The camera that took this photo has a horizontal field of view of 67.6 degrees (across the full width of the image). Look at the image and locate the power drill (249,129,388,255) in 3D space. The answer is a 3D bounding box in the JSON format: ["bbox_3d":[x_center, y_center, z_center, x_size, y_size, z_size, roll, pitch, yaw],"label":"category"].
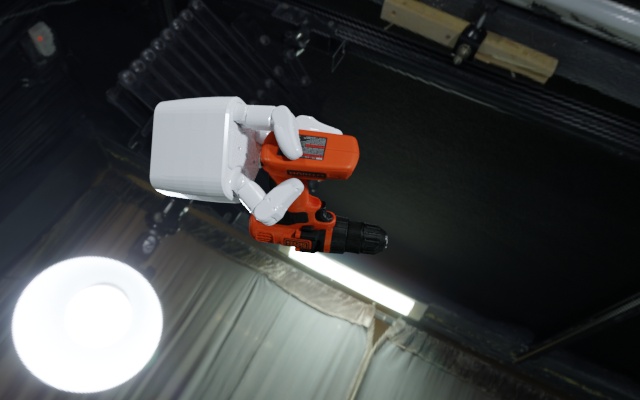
[{"bbox_3d":[0.000,0.002,0.579,0.184,0.057,0.188,6,-39,2],"label":"power drill"}]
